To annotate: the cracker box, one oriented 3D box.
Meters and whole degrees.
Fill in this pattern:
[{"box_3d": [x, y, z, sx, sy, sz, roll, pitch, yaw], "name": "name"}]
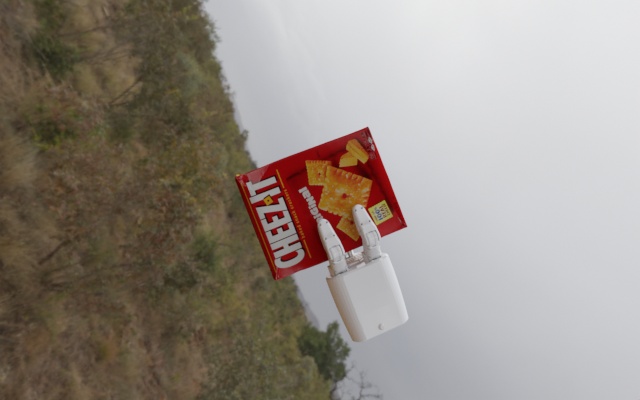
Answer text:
[{"box_3d": [0.000, 0.002, 0.716, 0.213, 0.164, 0.072, -21, 4, -8], "name": "cracker box"}]
